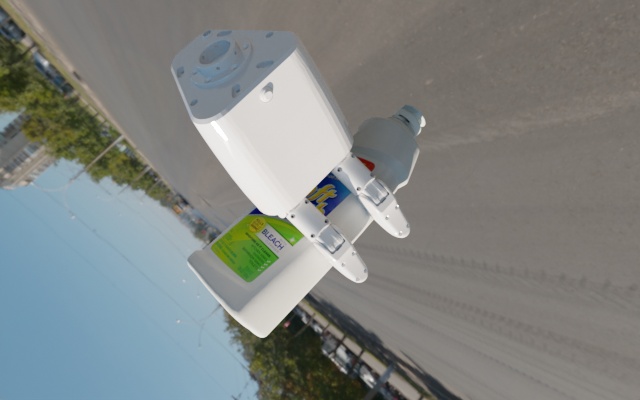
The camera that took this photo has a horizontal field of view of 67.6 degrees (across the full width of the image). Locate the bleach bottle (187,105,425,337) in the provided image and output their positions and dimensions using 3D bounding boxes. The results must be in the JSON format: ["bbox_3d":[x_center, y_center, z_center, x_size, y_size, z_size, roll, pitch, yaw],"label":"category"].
[{"bbox_3d":[0.000,0.002,0.448,0.102,0.251,0.068,35,-14,40],"label":"bleach bottle"}]
